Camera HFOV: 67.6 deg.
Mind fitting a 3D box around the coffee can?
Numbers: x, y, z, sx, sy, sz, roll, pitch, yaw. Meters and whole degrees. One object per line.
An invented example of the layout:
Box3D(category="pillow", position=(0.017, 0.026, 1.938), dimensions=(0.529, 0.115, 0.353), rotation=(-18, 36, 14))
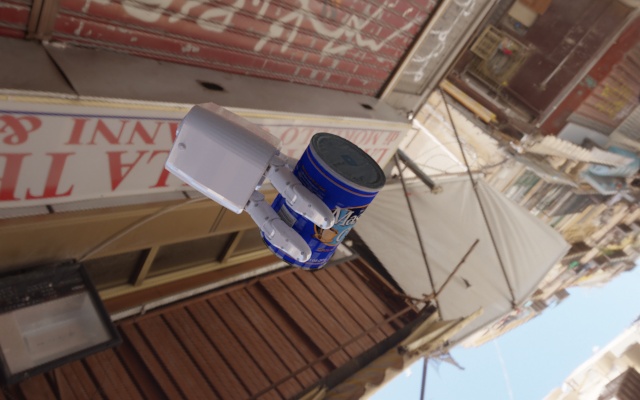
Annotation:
Box3D(category="coffee can", position=(0.000, 0.002, 0.592), dimensions=(0.103, 0.140, 0.102), rotation=(26, 29, -16))
